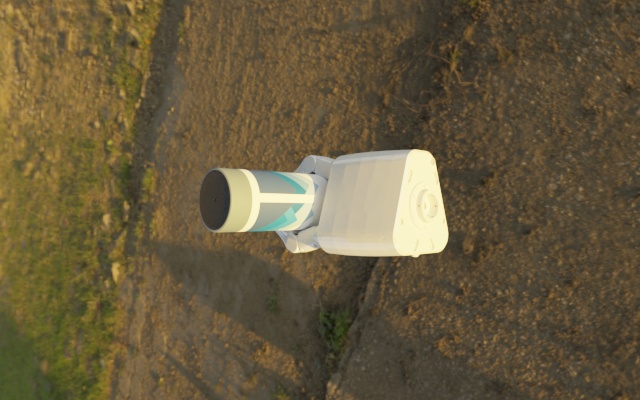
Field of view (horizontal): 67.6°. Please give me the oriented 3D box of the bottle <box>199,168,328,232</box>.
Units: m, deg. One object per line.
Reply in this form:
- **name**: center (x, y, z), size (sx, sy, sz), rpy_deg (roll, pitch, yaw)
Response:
- **bottle**: center (0.000, 0.002, 0.586), size (0.296, 0.069, 0.069), rpy_deg (1, -1, -42)
